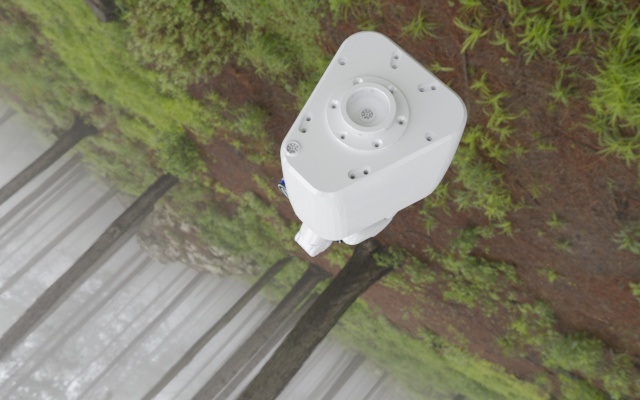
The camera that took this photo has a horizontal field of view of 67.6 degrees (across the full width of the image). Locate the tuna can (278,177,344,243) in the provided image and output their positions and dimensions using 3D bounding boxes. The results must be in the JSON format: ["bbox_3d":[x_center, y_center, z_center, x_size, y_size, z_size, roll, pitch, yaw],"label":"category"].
[{"bbox_3d":[0.000,0.002,0.461,0.086,0.034,0.086,42,-8,7],"label":"tuna can"}]
